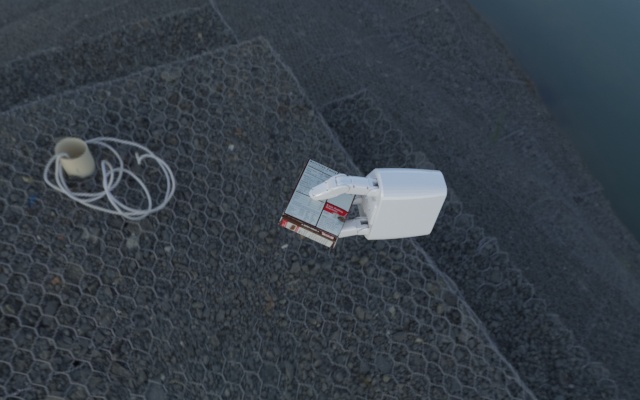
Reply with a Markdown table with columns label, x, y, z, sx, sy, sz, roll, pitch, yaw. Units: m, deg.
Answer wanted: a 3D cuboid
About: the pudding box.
| label | x | y | z | sx | sy | sz | roll | pitch | yaw |
| --- | --- | --- | --- | --- | --- | --- | --- | --- | --- |
| pudding box | 0.000 | 0.002 | 0.713 | 0.090 | 0.113 | 0.039 | 24 | -34 | 0 |
